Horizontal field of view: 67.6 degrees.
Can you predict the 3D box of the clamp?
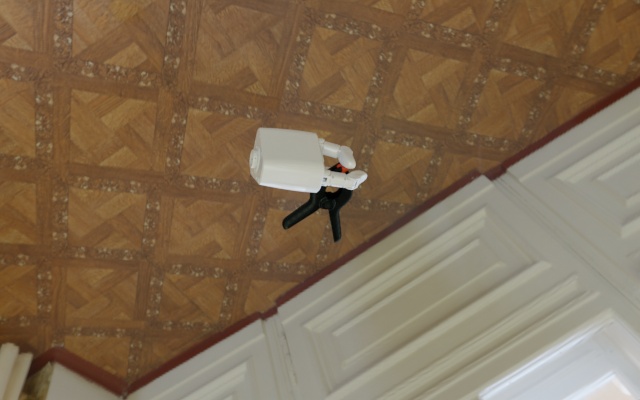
[{"bbox_3d":[0.000,0.003,0.888,0.120,0.171,0.039,6,30,-19],"label":"clamp"}]
